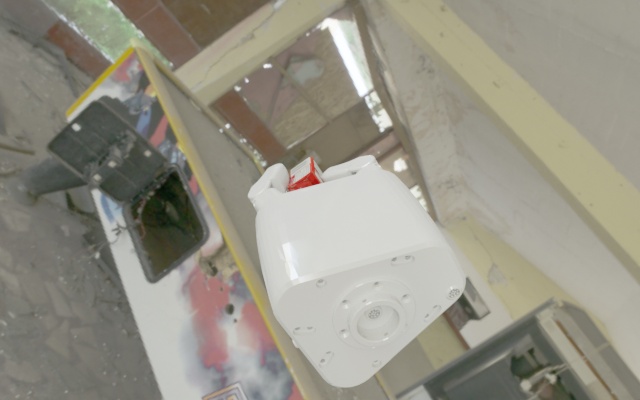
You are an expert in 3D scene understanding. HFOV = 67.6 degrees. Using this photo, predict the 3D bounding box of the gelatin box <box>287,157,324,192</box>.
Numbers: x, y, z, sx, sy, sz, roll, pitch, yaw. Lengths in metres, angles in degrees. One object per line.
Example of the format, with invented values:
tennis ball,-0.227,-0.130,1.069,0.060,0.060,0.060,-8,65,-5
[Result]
gelatin box,0.000,0.001,0.459,0.030,0.073,0.089,-33,13,6
